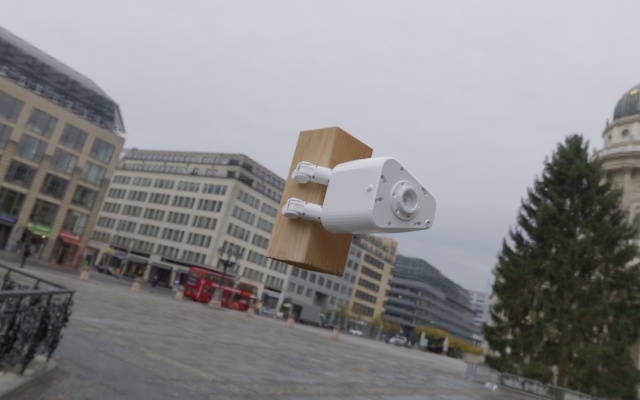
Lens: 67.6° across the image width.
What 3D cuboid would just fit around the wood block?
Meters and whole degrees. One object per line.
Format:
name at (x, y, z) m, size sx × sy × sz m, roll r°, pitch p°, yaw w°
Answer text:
wood block at (0.001, 0.002, 0.736) m, size 0.091 × 0.206 × 0.090 m, roll 26°, pitch -16°, yaw -40°
